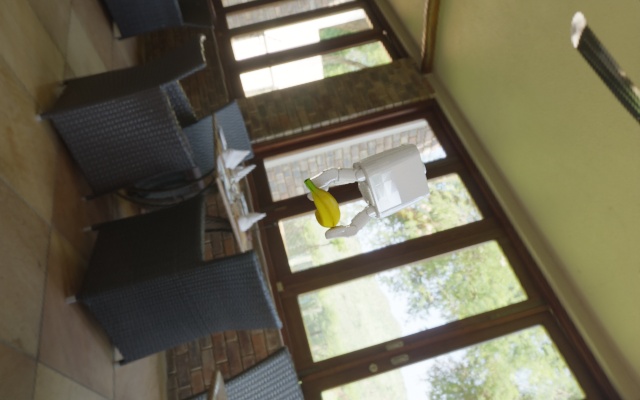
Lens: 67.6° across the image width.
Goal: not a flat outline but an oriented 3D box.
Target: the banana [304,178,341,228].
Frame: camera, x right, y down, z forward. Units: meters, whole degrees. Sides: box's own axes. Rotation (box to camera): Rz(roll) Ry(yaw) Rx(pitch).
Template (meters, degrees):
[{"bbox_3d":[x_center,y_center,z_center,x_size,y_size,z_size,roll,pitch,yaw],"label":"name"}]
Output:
[{"bbox_3d":[0.009,0.017,0.854,0.037,0.069,0.198,-30,-18,-7],"label":"banana"}]
